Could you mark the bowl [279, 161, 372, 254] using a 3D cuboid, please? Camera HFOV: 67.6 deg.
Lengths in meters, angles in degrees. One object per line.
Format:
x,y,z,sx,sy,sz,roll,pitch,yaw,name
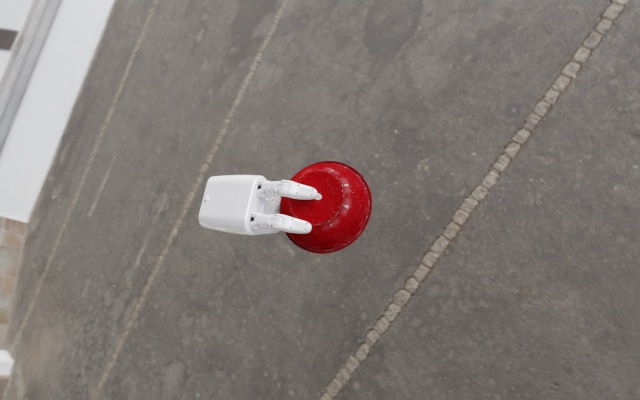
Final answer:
0.001,0.002,0.776,0.162,0.162,0.055,0,-16,16,bowl
